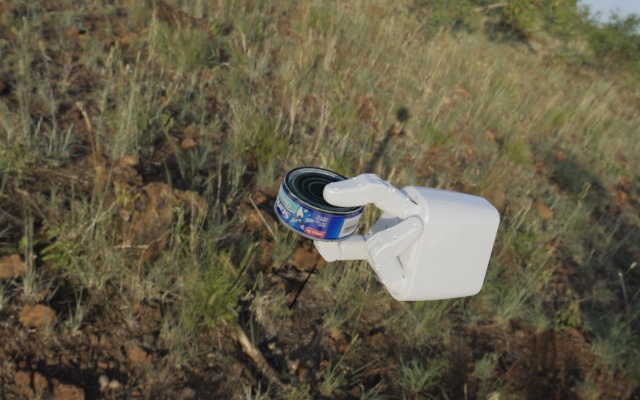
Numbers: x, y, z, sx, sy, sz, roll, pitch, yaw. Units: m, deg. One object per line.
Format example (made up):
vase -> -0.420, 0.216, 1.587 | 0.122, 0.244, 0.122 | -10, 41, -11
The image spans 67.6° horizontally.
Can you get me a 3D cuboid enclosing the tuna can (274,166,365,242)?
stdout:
tuna can -> 0.000, 0.001, 0.469 | 0.086, 0.034, 0.086 | 14, 31, -8
